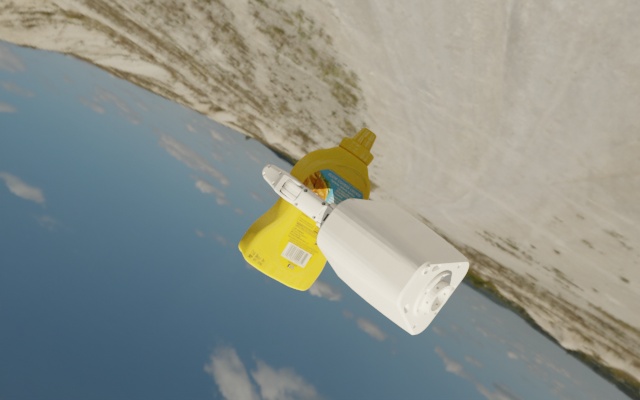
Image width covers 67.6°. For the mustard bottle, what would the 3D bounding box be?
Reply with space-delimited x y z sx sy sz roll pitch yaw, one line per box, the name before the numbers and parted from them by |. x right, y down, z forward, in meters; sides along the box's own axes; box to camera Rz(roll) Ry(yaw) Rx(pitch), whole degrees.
mustard bottle | 0.000 0.002 0.532 0.096 0.191 0.058 34 3 -29
